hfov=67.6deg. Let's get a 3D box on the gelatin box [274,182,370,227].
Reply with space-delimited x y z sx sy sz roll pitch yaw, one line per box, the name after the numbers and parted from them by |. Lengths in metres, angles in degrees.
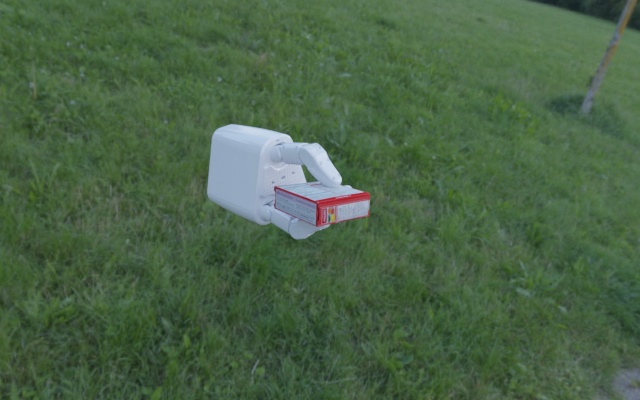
0.000 0.001 0.540 0.073 0.030 0.089 -9 17 -36 | gelatin box
